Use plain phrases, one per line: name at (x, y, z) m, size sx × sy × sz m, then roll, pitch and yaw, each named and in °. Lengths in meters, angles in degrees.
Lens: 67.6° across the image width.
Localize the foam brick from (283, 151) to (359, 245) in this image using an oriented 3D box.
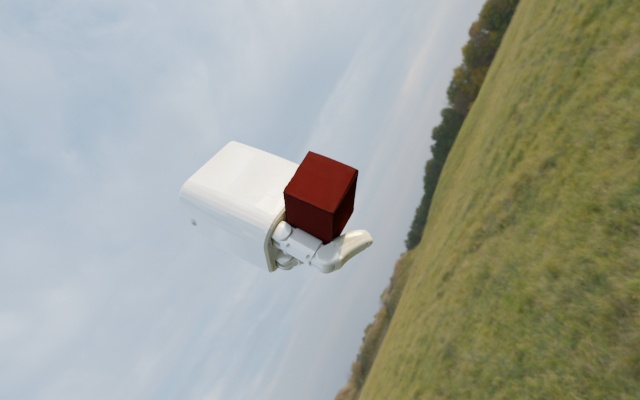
foam brick at (0.000, 0.001, 0.451) m, size 0.051 × 0.053 × 0.078 m, roll 25°, pitch -28°, yaw 13°
